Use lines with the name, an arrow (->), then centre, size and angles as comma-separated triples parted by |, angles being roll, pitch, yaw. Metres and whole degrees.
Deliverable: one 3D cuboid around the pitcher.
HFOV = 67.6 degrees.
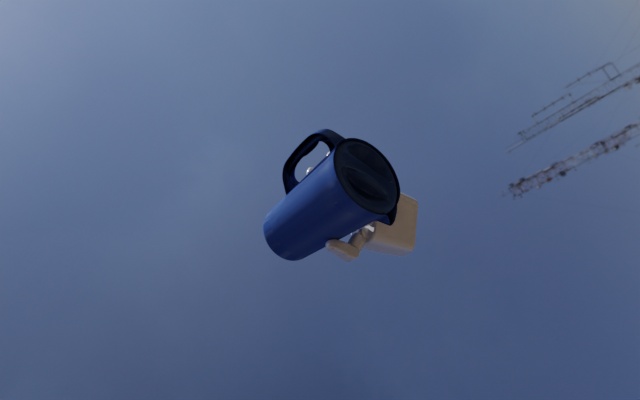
pitcher -> 0.000, 0.003, 0.802 | 0.145, 0.149, 0.243 | 18, -36, -32
